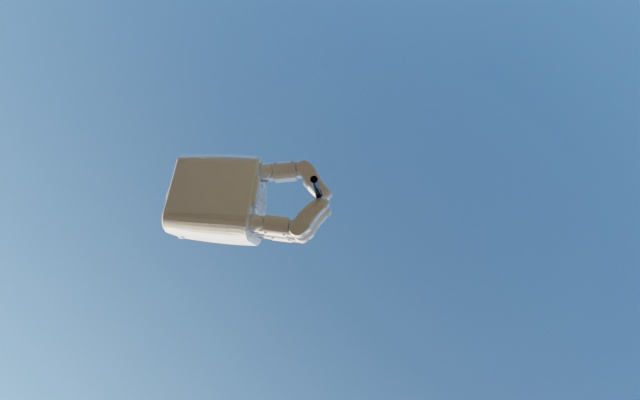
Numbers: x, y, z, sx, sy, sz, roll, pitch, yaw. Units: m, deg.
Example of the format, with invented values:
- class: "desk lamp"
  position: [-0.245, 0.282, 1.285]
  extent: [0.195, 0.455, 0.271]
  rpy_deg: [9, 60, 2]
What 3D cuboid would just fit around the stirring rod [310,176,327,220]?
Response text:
- class: "stirring rod"
  position: [0.000, 0.002, 0.609]
  extent: [0.011, 0.011, 0.239]
  rpy_deg: [0, -11, 3]
